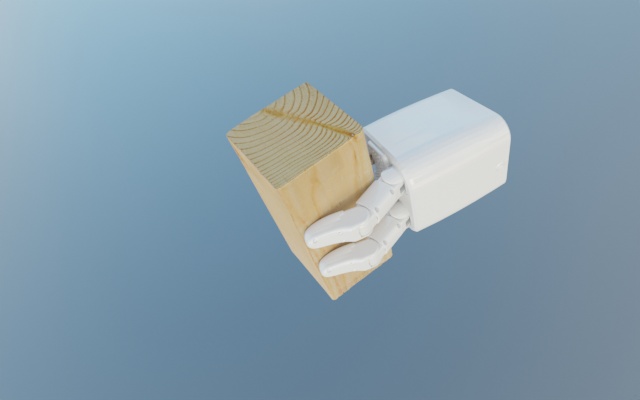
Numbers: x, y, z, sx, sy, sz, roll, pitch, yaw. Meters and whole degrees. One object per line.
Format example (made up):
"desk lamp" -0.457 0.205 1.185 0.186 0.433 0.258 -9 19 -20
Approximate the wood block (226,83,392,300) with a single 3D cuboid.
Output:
"wood block" 0.000 0.001 0.479 0.090 0.206 0.090 -36 52 -11
